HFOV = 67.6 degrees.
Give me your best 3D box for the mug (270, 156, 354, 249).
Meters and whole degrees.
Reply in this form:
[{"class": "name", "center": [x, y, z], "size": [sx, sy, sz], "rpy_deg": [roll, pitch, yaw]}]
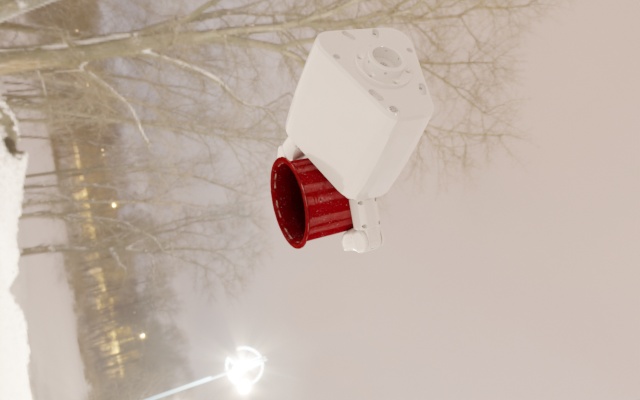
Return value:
[{"class": "mug", "center": [0.000, 0.002, 0.499], "size": [0.081, 0.093, 0.117], "rpy_deg": [-12, -28, -24]}]
